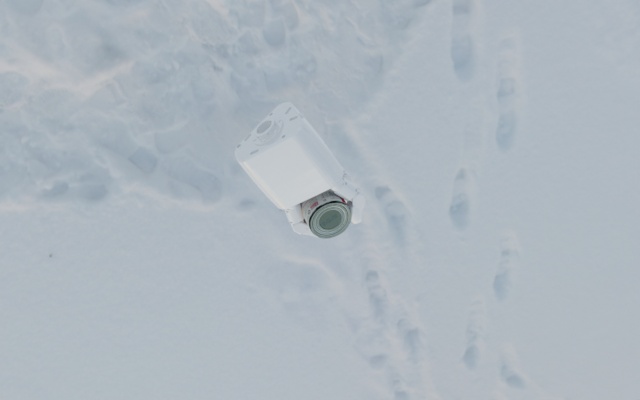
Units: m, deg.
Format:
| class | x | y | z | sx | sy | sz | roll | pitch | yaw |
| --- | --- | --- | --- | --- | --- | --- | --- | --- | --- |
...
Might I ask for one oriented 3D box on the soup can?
| class | x | y | z | sx | sy | sz | roll | pitch | yaw |
| --- | --- | --- | --- | --- | --- | --- | --- | --- | --- |
| soup can | 0.000 | 0.003 | 0.737 | 0.068 | 0.068 | 0.102 | 0 | 33 | -22 |
